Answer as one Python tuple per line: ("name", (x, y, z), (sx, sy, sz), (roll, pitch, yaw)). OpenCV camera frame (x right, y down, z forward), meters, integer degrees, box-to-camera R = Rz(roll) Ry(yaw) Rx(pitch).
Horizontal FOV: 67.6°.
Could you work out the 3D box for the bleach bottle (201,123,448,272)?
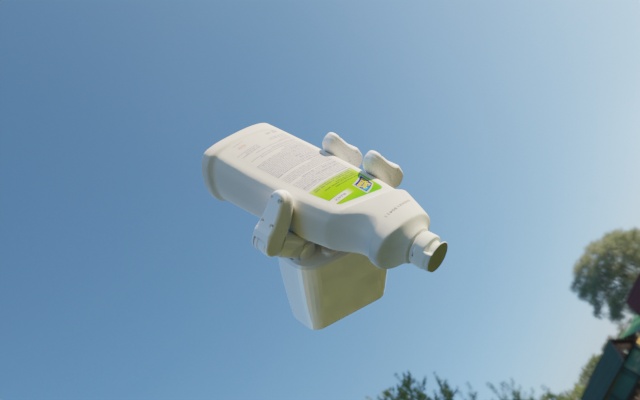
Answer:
("bleach bottle", (0.000, 0.001, 0.456), (0.250, 0.068, 0.102), (29, 50, 35))
